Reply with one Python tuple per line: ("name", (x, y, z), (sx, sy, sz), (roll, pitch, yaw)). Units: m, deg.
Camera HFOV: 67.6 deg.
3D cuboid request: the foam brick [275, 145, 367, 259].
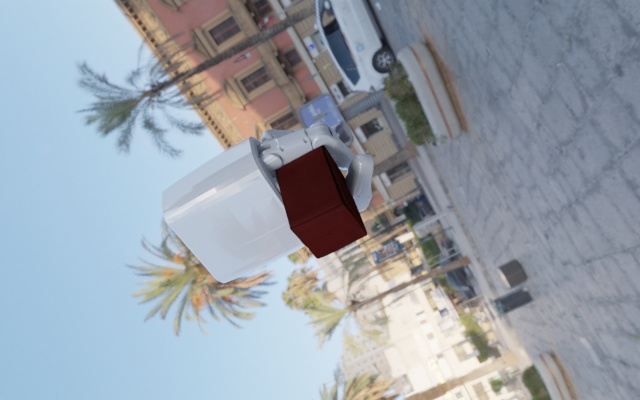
("foam brick", (0.000, 0.001, 0.421), (0.051, 0.078, 0.053), (-27, -45, 9))
